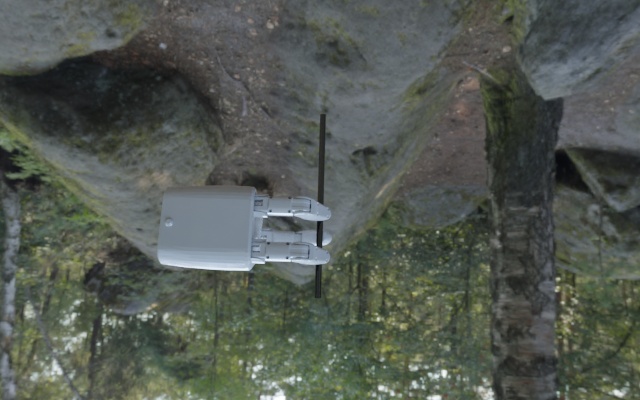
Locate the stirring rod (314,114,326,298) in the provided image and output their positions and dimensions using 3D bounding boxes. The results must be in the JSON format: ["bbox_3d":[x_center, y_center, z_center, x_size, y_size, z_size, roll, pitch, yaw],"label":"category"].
[{"bbox_3d":[0.000,0.002,0.609,0.011,0.239,0.011,2,-15,0],"label":"stirring rod"}]
